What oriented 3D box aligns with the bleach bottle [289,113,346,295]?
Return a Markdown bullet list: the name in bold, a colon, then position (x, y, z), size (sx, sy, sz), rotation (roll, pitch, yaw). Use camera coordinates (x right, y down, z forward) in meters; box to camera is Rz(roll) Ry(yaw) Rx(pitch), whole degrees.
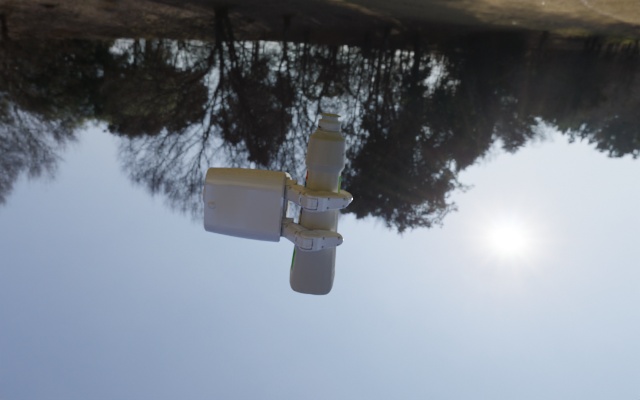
- **bleach bottle**: position (0.000, 0.002, 0.678), size (0.068, 0.251, 0.102), rotation (6, 19, 0)
